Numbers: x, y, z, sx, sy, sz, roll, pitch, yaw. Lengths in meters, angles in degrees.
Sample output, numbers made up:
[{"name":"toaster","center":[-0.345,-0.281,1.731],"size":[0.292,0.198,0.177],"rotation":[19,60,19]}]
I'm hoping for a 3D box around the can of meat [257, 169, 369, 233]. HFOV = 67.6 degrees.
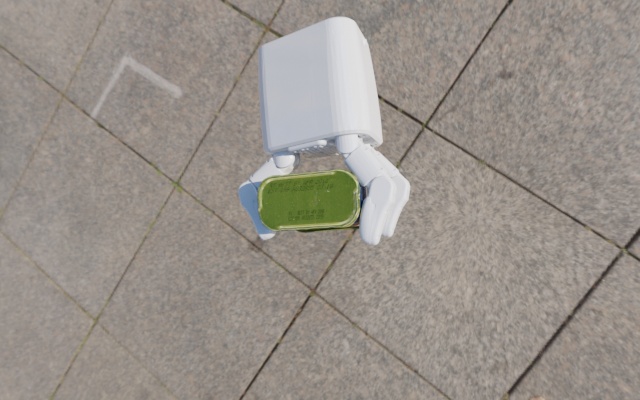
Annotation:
[{"name":"can of meat","center":[0.000,0.002,0.461],"size":[0.102,0.057,0.084],"rotation":[-5,-4,18]}]
